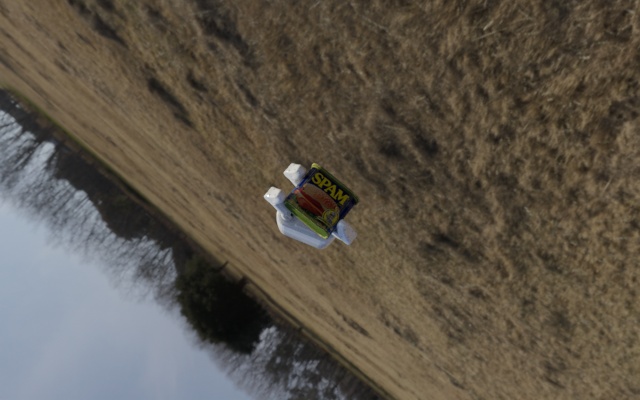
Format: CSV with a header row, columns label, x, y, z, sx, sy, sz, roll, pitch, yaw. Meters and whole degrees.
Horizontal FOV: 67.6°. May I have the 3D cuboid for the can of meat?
label,x,y,z,sx,sy,sz,roll,pitch,yaw
can of meat,0.000,0.003,0.806,0.102,0.084,0.057,39,-15,3
